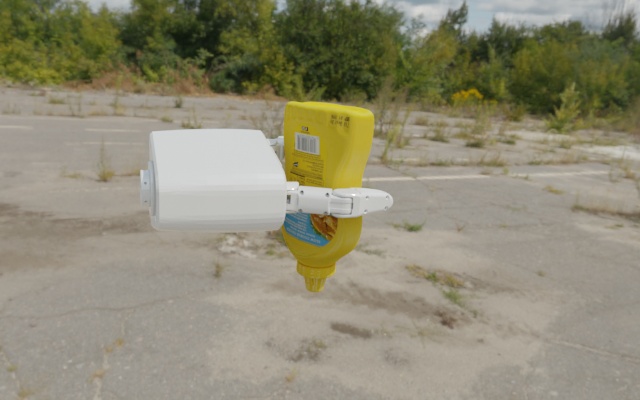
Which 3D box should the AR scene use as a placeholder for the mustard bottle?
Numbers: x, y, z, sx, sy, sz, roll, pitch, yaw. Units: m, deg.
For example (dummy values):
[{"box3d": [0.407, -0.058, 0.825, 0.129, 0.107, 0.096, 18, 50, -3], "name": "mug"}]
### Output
[{"box3d": [0.000, 0.001, 0.477, 0.096, 0.192, 0.058, 18, 20, 41], "name": "mustard bottle"}]
